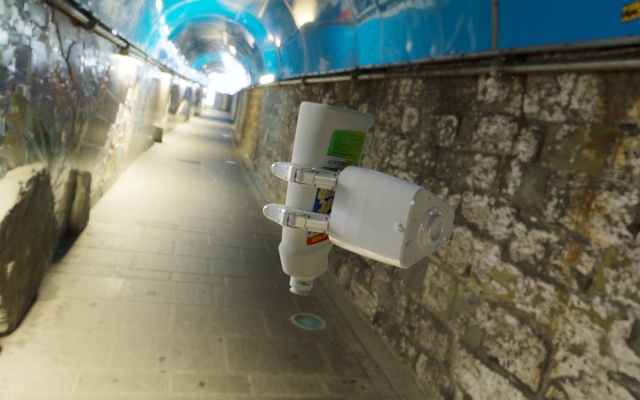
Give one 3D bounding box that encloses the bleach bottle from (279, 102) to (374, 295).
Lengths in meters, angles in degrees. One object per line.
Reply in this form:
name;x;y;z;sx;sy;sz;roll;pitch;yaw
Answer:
bleach bottle;0.000;0.002;0.635;0.068;0.251;0.102;19;13;42
